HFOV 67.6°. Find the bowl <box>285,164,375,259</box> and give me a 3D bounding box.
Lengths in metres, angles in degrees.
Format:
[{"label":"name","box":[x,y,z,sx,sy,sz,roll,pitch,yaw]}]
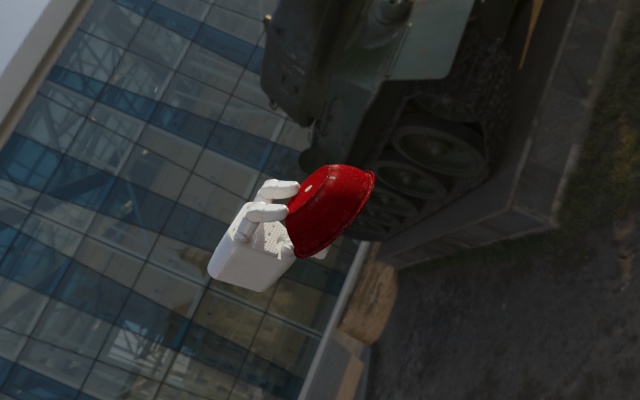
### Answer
[{"label":"bowl","box":[0.001,0.001,0.671,0.055,0.162,0.162,43,-14,-16]}]
